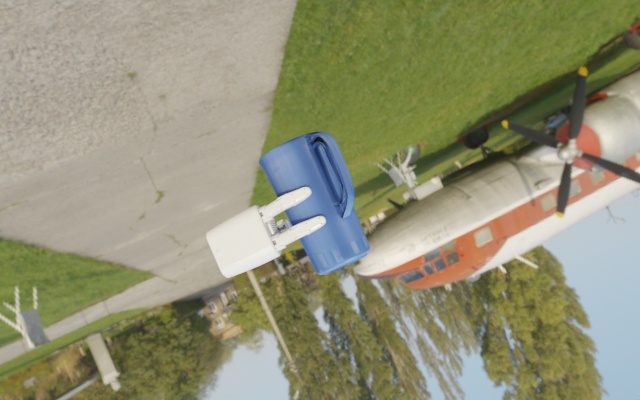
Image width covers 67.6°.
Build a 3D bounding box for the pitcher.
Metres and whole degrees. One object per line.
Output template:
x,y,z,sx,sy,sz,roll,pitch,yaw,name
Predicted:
0.000,0.003,0.863,0.145,0.243,0.149,-26,-5,5,pitcher
